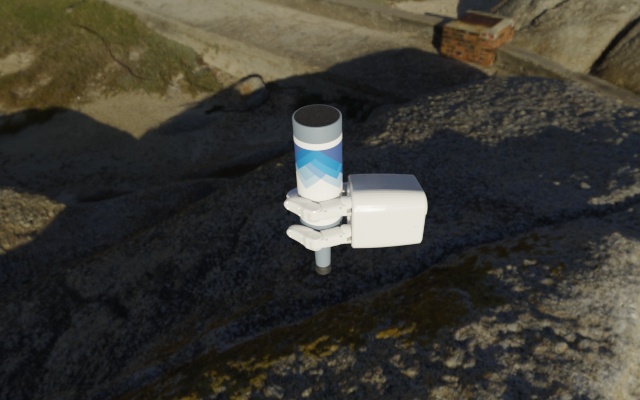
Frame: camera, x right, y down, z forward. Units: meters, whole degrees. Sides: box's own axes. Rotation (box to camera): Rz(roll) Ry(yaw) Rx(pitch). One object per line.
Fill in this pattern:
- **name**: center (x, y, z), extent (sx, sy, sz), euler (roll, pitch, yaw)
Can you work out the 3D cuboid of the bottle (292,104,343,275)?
- **bottle**: center (0.000, 0.002, 0.727), extent (0.069, 0.296, 0.069), euler (-1, 38, 1)
